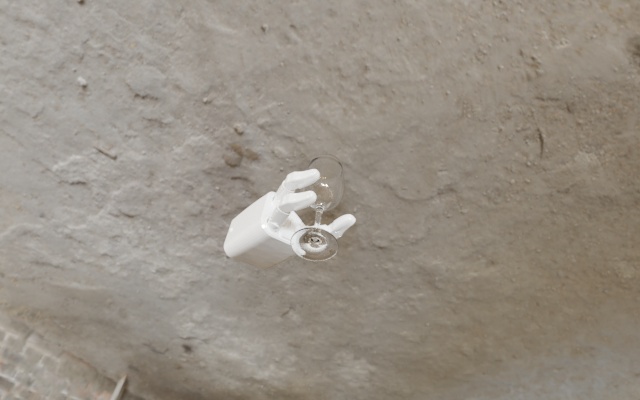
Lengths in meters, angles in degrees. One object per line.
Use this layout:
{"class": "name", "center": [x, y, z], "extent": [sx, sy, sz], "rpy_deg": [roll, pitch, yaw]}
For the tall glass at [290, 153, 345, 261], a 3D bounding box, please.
{"class": "tall glass", "center": [0.000, 0.003, 0.804], "extent": [0.079, 0.079, 0.200], "rpy_deg": [0, 42, 8]}
